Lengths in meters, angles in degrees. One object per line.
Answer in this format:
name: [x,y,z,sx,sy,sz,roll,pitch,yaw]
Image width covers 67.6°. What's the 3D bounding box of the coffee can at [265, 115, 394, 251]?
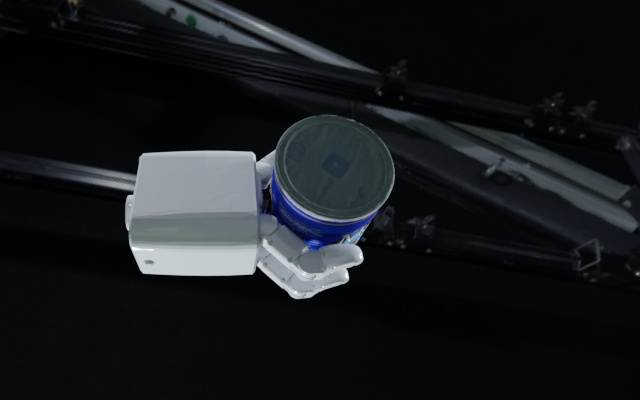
coffee can: [0.000,0.001,0.457,0.103,0.102,0.140,0,-28,-12]
